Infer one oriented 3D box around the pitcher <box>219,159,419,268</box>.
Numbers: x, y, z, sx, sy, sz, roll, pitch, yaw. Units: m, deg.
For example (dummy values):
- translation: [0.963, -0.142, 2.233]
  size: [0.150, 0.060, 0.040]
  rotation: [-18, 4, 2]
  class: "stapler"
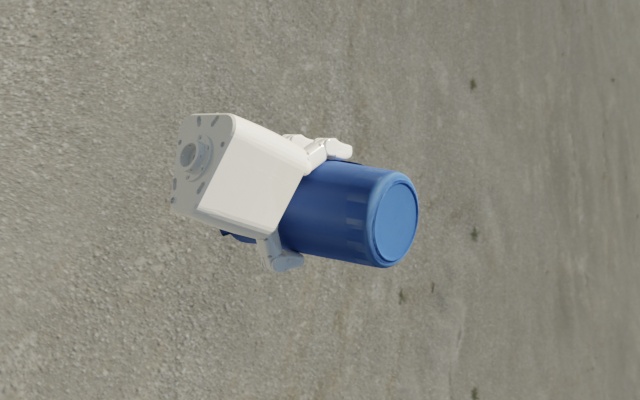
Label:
- translation: [0.000, 0.002, 0.601]
  size: [0.243, 0.149, 0.145]
  rotation: [9, -9, 41]
  class: "pitcher"
